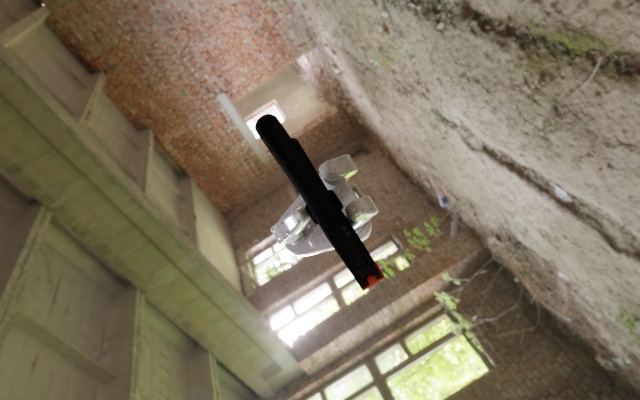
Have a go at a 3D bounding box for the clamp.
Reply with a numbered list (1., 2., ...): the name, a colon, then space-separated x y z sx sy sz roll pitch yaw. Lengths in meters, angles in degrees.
1. clamp: 0.000 0.003 0.517 0.036 0.210 0.164 -33 -11 5
